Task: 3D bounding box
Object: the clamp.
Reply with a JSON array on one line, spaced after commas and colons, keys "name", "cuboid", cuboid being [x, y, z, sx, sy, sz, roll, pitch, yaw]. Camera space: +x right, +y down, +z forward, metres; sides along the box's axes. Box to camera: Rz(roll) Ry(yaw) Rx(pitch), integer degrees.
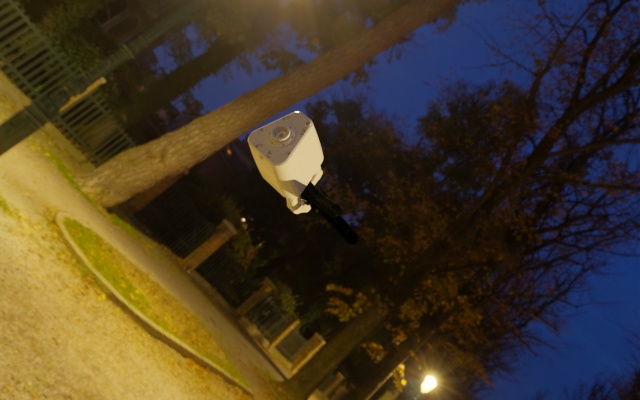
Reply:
[{"name": "clamp", "cuboid": [0.001, 0.002, 0.865, 0.171, 0.039, 0.120, 42, -15, 27]}]
